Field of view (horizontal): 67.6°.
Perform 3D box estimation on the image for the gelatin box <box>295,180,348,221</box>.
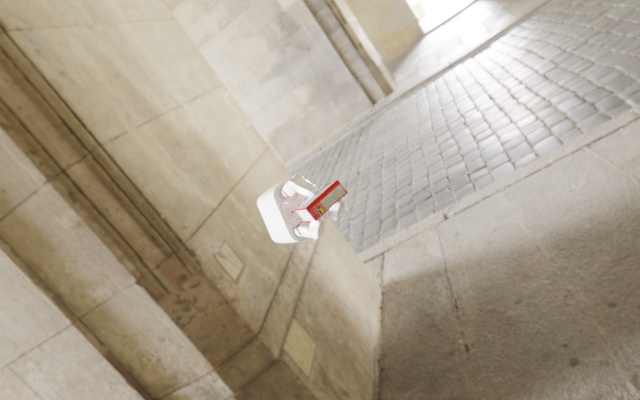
[{"bbox_3d":[0.000,0.002,0.810,0.073,0.030,0.089,-41,7,-13],"label":"gelatin box"}]
